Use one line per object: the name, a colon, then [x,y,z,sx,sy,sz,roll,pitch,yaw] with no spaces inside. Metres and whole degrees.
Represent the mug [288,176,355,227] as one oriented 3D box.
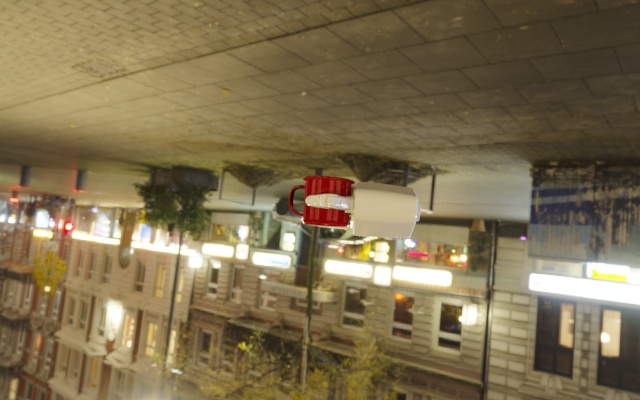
mug: [-0.001,0.003,0.849,0.117,0.081,0.093,4,-5,6]
